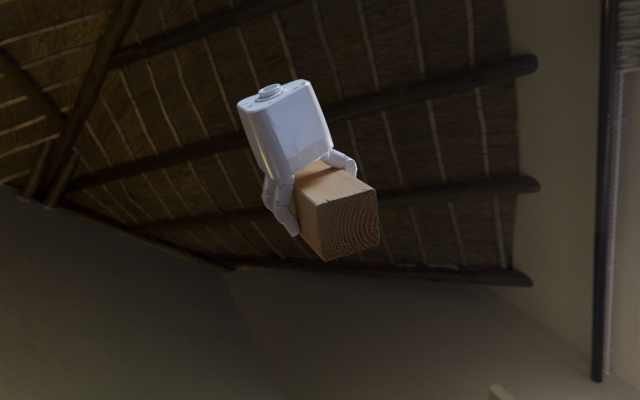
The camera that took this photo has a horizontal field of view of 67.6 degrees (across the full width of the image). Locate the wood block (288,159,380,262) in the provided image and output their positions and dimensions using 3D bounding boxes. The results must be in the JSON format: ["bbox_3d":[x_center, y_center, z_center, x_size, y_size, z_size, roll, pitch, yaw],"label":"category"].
[{"bbox_3d":[0.000,0.002,0.738,0.091,0.090,0.206,-16,24,-18],"label":"wood block"}]
